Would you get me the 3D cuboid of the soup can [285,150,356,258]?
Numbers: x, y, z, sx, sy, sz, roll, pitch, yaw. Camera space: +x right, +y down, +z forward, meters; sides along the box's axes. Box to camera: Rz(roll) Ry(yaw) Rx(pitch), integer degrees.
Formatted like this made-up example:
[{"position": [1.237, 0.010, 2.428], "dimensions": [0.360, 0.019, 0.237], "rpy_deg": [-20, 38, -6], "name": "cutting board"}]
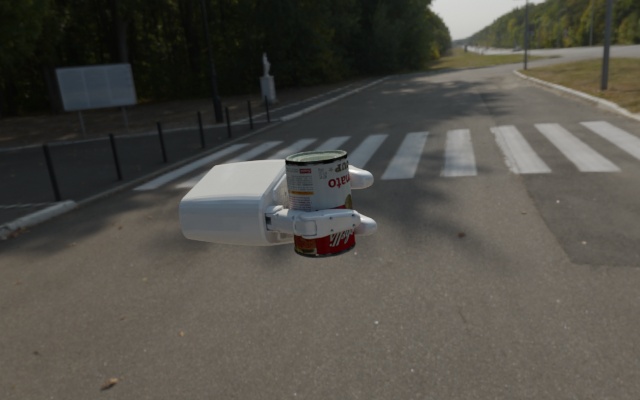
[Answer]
[{"position": [0.000, 0.001, 0.510], "dimensions": [0.068, 0.102, 0.068], "rpy_deg": [-5, 15, 1], "name": "soup can"}]
